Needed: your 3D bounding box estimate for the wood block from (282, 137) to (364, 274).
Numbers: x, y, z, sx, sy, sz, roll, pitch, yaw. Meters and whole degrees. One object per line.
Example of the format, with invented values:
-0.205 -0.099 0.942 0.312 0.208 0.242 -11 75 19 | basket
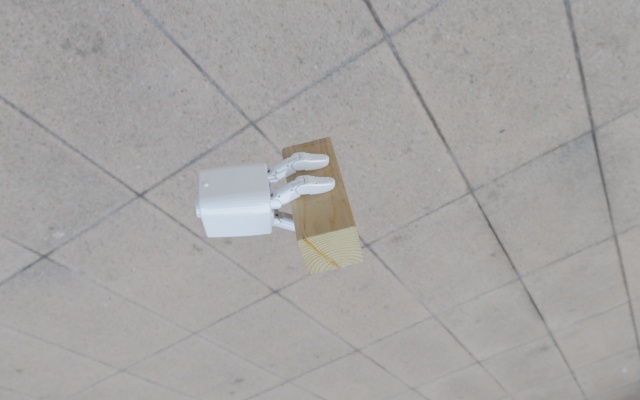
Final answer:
0.000 0.003 0.773 0.090 0.206 0.091 -14 -43 1 | wood block
